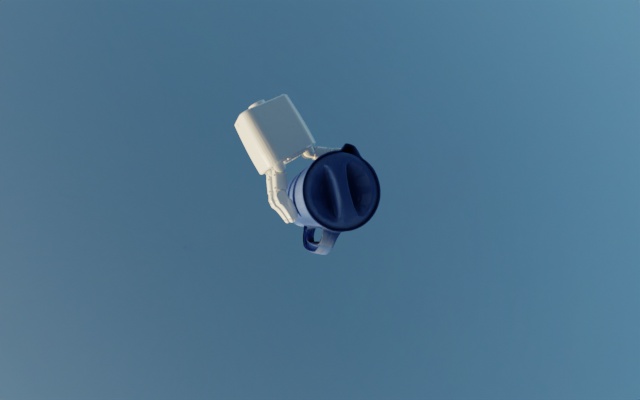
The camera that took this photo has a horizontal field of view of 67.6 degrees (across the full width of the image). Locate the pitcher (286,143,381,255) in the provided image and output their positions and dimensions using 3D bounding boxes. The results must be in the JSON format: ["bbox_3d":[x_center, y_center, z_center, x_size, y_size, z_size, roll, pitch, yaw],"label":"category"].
[{"bbox_3d":[0.000,0.003,0.874,0.149,0.145,0.243,-32,5,-16],"label":"pitcher"}]
